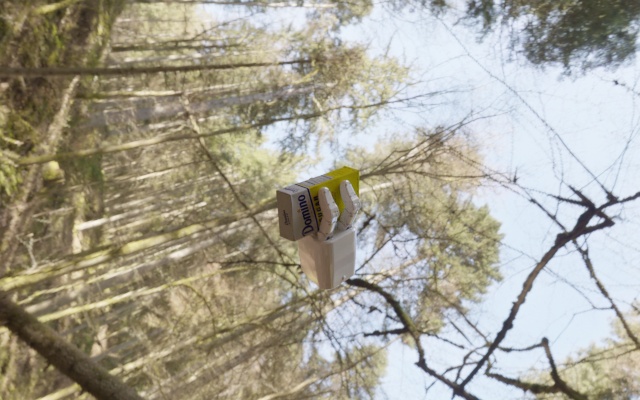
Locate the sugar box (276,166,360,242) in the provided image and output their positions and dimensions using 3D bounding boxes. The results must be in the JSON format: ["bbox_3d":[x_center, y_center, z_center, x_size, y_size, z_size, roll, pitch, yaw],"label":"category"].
[{"bbox_3d":[0.001,0.003,0.888,0.048,0.093,0.176,18,31,41],"label":"sugar box"}]
